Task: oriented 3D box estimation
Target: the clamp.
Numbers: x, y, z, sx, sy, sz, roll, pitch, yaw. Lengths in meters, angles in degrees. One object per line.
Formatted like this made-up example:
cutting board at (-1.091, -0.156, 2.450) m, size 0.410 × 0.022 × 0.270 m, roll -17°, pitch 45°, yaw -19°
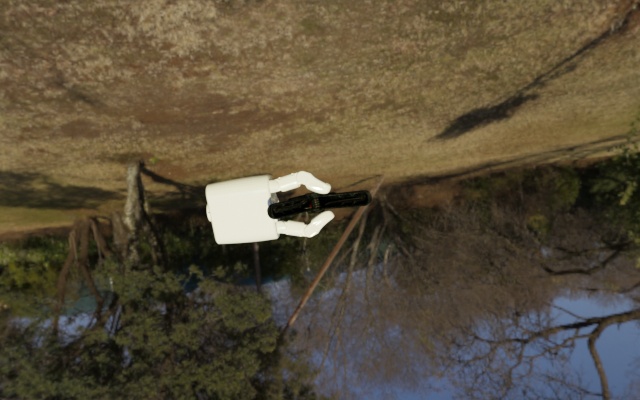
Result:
clamp at (0.000, 0.004, 0.828) m, size 0.164 × 0.036 × 0.210 m, roll -7°, pitch 3°, yaw 1°
